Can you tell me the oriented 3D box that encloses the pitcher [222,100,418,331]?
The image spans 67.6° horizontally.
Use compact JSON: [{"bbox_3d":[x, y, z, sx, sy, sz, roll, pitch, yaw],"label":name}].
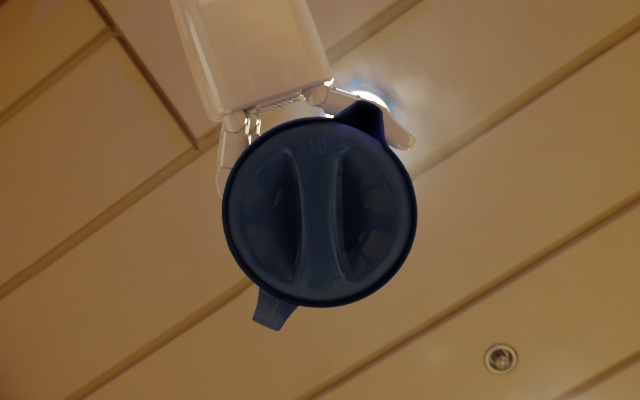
[{"bbox_3d":[0.000,0.001,0.436,0.149,0.145,0.243,-21,7,6],"label":"pitcher"}]
